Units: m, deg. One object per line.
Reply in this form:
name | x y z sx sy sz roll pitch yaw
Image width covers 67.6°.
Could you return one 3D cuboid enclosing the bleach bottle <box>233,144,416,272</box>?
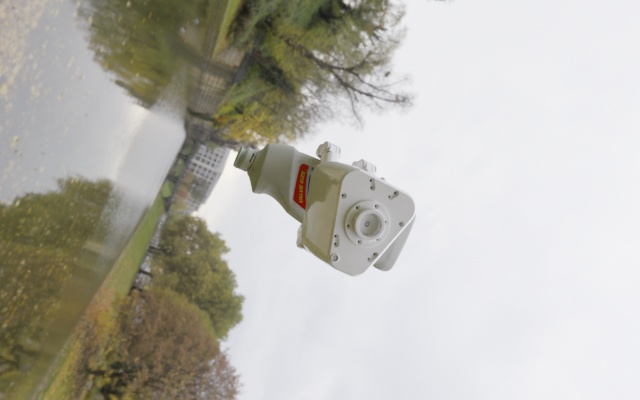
bleach bottle | 0.000 0.002 0.639 0.251 0.102 0.068 25 1 -17
